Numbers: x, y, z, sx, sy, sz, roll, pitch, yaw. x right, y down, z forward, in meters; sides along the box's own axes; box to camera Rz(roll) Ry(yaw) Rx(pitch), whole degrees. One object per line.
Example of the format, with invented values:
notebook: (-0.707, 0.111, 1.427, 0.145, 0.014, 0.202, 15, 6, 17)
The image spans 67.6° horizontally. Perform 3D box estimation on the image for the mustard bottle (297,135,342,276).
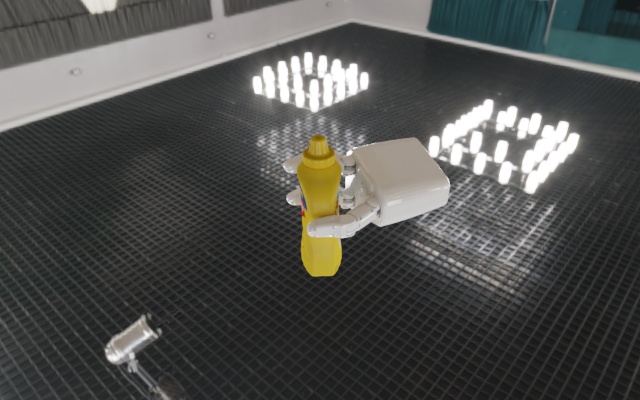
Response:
mustard bottle: (0.000, 0.002, 0.636, 0.058, 0.192, 0.096, -1, 35, 0)
